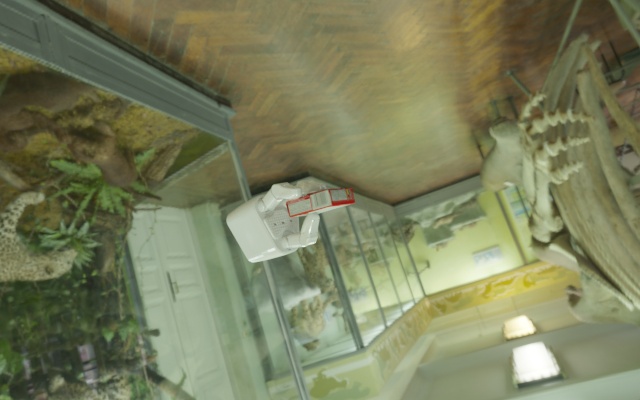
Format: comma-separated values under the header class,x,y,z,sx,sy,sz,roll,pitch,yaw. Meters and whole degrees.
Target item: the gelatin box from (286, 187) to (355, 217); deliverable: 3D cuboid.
class,x,y,z,sx,sy,sz,roll,pitch,yaw
gelatin box,0.000,0.003,0.781,0.089,0.030,0.073,-16,-6,34
